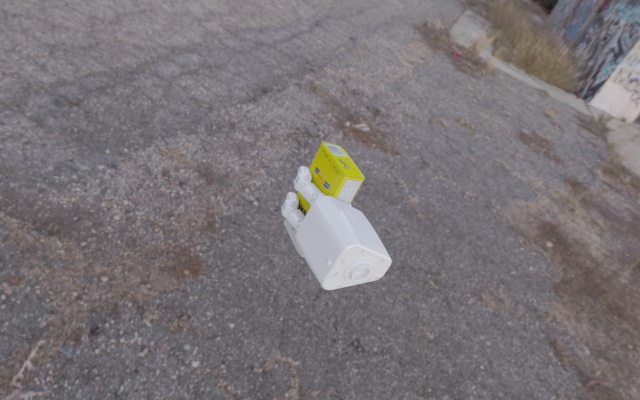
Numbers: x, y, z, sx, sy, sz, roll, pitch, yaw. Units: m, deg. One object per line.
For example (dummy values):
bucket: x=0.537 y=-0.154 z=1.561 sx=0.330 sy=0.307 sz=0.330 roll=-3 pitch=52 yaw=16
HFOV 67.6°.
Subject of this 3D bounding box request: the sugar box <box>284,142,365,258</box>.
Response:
sugar box: x=0.000 y=0.003 z=0.788 sx=0.048 sy=0.176 sz=0.093 roll=8 pitch=35 yaw=-34
